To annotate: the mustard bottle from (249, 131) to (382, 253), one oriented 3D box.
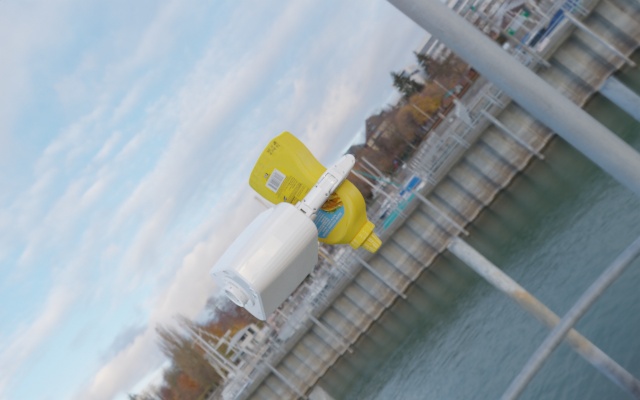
[{"bbox_3d":[0.000,0.002,0.625,0.191,0.096,0.058,39,38,4],"label":"mustard bottle"}]
